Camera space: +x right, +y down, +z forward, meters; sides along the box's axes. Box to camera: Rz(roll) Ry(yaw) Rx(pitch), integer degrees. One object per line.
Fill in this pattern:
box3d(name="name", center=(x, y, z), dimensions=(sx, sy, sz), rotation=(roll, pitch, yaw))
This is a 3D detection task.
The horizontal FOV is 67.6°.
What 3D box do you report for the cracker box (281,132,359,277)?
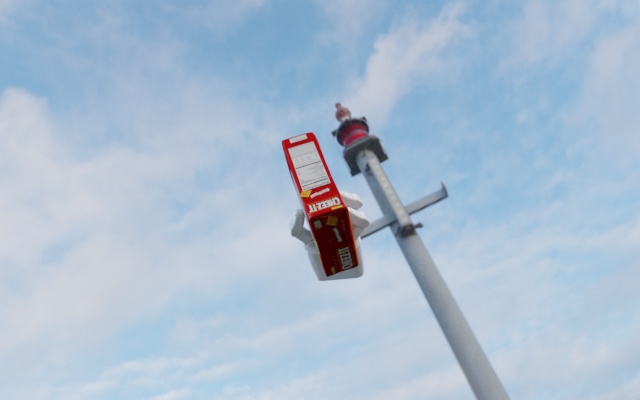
box3d(name="cracker box", center=(0.000, 0.003, 0.870), dimensions=(0.072, 0.164, 0.213), rotation=(-19, 46, -3))
